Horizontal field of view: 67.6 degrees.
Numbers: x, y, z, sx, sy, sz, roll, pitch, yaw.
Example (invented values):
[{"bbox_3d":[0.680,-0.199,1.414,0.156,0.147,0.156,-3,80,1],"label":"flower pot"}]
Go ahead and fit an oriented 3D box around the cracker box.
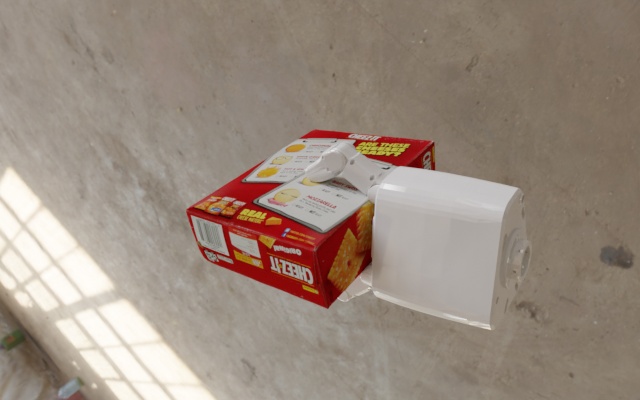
[{"bbox_3d":[0.000,0.002,0.495,0.164,0.072,0.213,12,35,36],"label":"cracker box"}]
